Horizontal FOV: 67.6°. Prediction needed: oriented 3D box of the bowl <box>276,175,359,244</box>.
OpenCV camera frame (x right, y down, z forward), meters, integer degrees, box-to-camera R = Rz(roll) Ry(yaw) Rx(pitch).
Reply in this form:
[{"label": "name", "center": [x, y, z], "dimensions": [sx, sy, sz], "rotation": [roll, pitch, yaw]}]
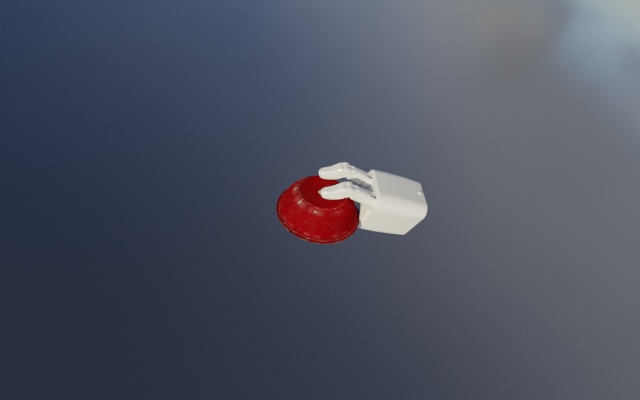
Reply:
[{"label": "bowl", "center": [-0.001, 0.003, 0.892], "dimensions": [0.162, 0.055, 0.162], "rotation": [7, 43, -7]}]
